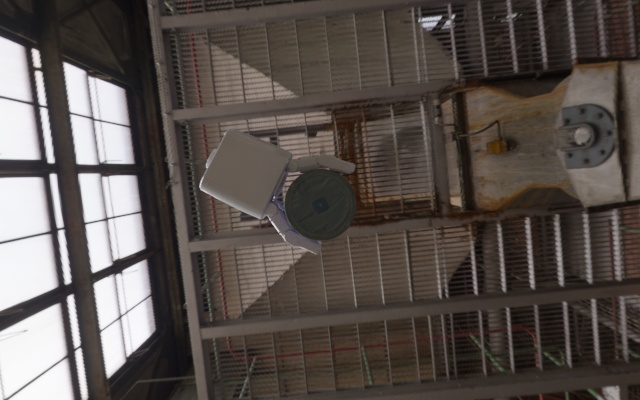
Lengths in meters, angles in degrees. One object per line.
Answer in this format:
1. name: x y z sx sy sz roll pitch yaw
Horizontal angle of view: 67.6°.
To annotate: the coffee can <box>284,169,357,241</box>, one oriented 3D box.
1. coffee can: 0.000 0.002 0.743 0.103 0.103 0.140 0 3 0
